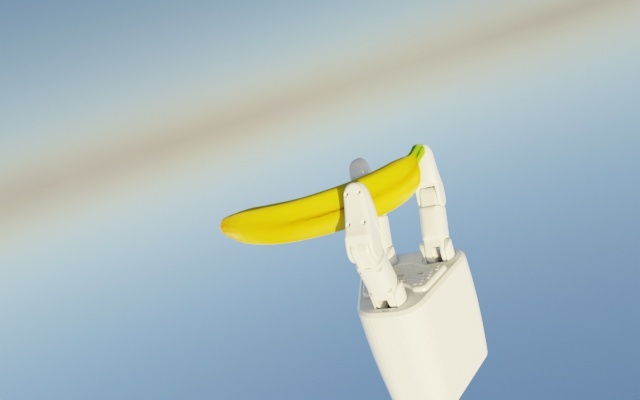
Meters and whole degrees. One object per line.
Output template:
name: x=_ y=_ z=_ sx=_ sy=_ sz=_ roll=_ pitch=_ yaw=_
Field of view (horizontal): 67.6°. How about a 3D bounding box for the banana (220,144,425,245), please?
banana: x=0.004 y=0.005 z=0.407 sx=0.198 sy=0.037 sz=0.069 roll=-19 pitch=15 yaw=4
